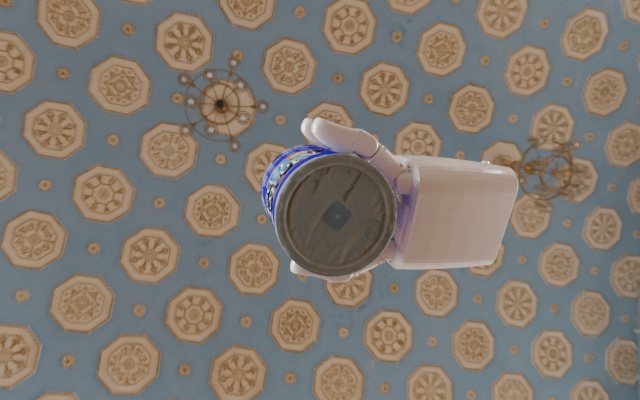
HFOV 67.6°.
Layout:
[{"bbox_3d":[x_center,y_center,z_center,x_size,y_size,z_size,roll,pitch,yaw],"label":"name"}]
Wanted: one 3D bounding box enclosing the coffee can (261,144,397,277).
[{"bbox_3d":[0.000,0.002,0.456,0.103,0.103,0.140,0,10,-12],"label":"coffee can"}]
